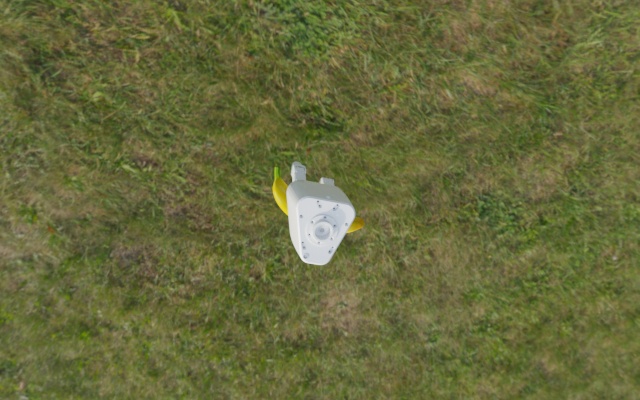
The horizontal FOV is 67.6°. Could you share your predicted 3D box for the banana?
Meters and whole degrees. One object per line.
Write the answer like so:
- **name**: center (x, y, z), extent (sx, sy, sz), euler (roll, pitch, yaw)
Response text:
- **banana**: center (-0.012, 0.017, 0.868), extent (0.198, 0.069, 0.037), euler (33, -7, -12)
